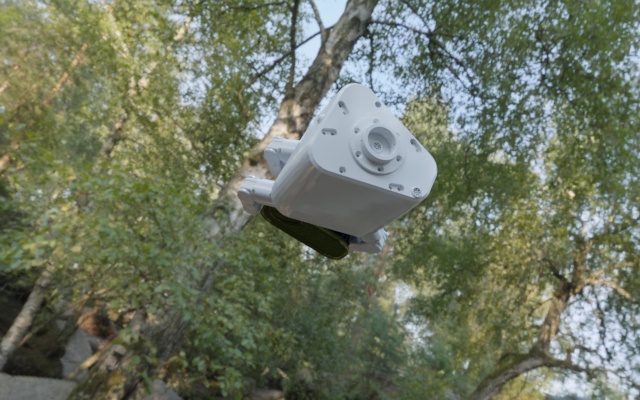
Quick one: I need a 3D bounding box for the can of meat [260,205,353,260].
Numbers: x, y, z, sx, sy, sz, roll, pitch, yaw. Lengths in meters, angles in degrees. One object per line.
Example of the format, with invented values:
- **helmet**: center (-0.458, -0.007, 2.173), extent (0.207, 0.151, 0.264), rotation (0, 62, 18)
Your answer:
- **can of meat**: center (0.000, 0.002, 0.521), extent (0.102, 0.084, 0.057), rotation (31, -26, -5)
